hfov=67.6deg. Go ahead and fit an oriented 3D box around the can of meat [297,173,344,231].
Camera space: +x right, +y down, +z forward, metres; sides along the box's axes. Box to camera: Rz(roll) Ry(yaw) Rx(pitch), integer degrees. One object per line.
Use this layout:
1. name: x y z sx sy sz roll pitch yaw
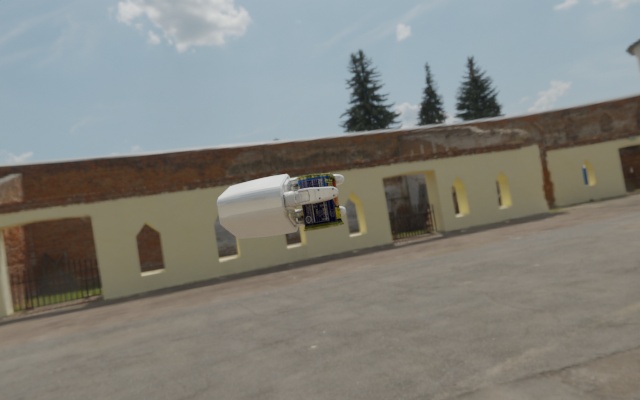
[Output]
1. can of meat: 0.000 0.002 0.765 0.057 0.084 0.102 -10 -2 8
